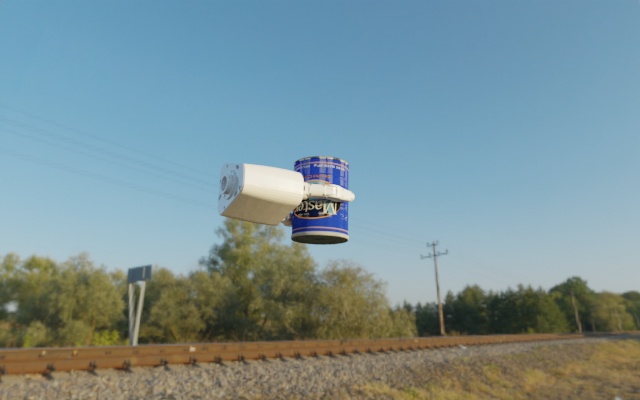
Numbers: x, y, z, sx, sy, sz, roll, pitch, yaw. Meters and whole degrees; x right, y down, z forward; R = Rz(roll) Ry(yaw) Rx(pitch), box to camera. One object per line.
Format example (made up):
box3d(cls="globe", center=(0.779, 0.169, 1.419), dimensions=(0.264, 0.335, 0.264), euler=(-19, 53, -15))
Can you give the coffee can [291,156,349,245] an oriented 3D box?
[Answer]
box3d(cls="coffee can", center=(0.000, 0.003, 0.862), dimensions=(0.103, 0.140, 0.103), euler=(1, -14, 0))
